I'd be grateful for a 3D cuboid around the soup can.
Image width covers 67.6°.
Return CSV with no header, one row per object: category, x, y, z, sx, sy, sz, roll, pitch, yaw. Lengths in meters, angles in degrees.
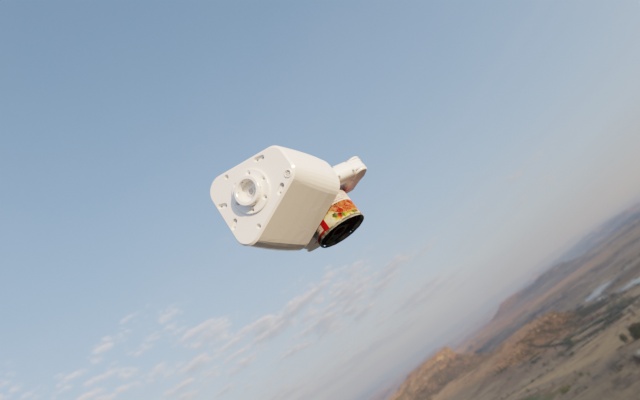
soup can,0.000,0.002,0.625,0.068,0.102,0.068,-31,-23,-14
